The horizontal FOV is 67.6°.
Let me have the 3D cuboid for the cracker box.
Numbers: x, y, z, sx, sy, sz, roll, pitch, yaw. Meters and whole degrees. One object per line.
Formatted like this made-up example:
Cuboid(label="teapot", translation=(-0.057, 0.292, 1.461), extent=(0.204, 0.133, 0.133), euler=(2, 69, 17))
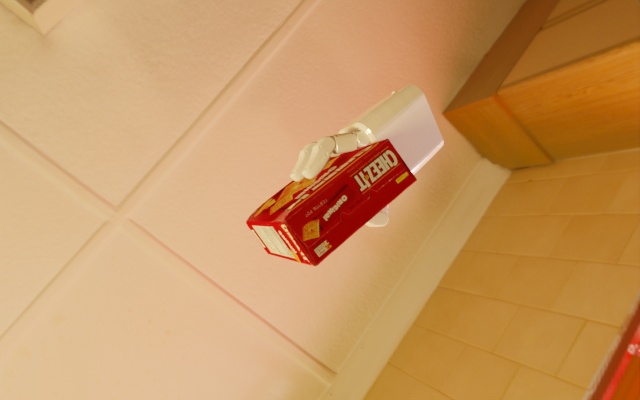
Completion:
Cuboid(label="cracker box", translation=(0.000, 0.002, 0.632), extent=(0.164, 0.072, 0.214), euler=(-39, 10, -17))
